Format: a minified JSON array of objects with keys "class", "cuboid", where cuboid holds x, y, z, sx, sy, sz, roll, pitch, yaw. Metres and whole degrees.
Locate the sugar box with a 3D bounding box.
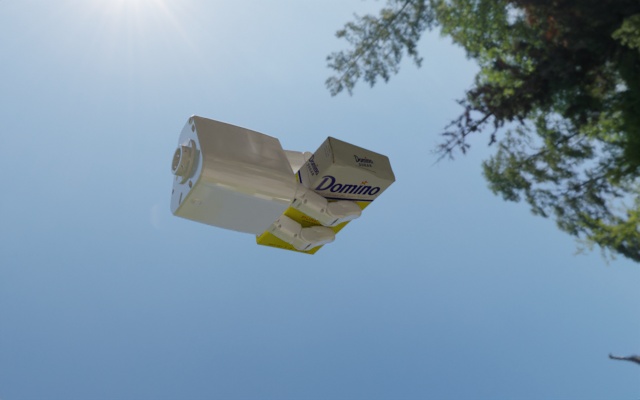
[{"class":"sugar box","cuboid":[0.000,0.002,0.591,0.093,0.048,0.176,14,-40,-33]}]
